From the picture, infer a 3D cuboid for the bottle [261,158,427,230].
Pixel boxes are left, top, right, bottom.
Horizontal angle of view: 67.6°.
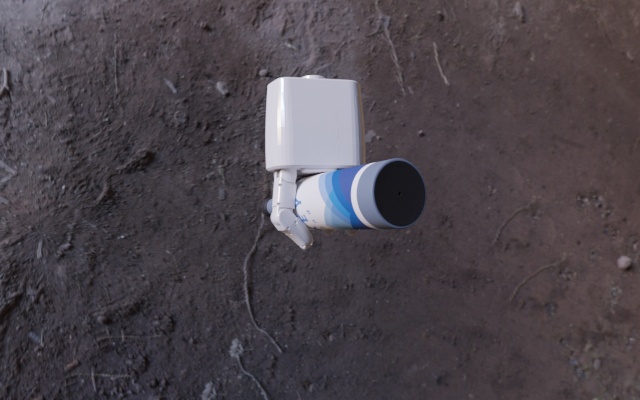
[{"bbox_3d":[0.000,0.002,0.571,0.069,0.069,0.296,0,-3,-31],"label":"bottle"}]
